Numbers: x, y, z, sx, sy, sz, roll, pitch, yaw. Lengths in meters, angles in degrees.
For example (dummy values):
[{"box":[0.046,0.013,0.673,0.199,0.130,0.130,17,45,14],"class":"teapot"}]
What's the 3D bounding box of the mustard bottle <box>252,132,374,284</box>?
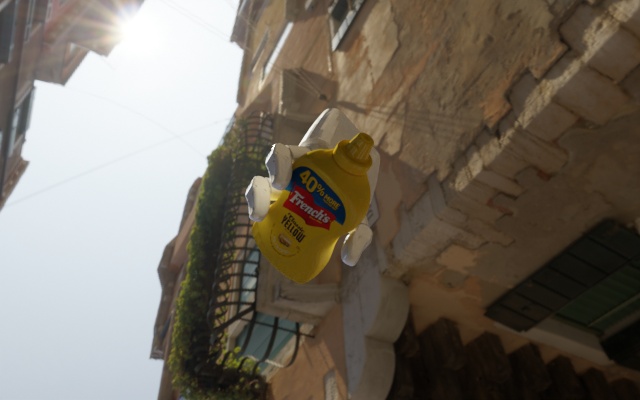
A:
[{"box":[0.000,0.002,0.522,0.058,0.096,0.192,-25,-23,-51],"class":"mustard bottle"}]
